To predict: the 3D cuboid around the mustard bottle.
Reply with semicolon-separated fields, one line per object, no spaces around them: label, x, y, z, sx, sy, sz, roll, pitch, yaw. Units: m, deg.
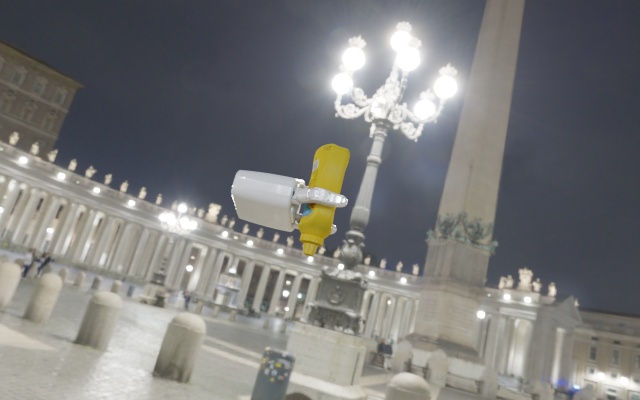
mustard bottle;0.001;0.003;0.836;0.058;0.191;0.096;18;-15;-15
